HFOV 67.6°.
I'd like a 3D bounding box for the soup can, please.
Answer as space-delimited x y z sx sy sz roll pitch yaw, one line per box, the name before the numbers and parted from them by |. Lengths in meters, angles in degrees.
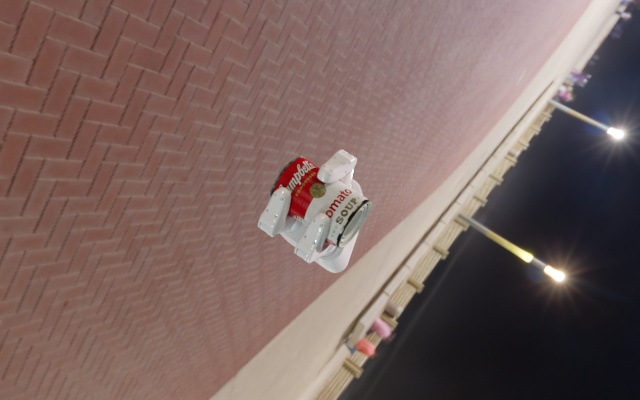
soup can | 0.000 0.002 0.563 0.102 0.068 0.068 34 11 17
